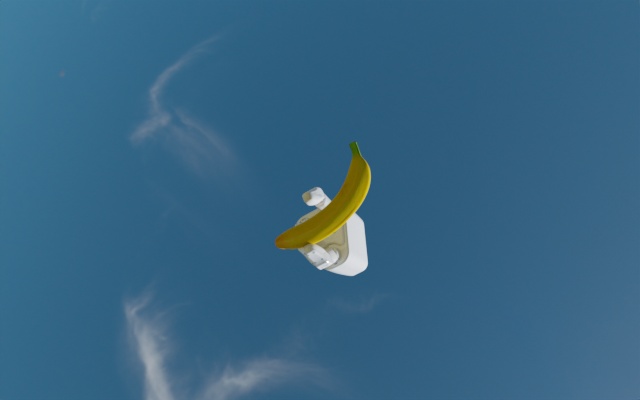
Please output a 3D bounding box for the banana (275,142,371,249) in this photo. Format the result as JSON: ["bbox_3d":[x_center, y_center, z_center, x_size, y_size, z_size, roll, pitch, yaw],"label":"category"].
[{"bbox_3d":[0.014,0.011,0.708,0.069,0.198,0.037,42,6,29],"label":"banana"}]
